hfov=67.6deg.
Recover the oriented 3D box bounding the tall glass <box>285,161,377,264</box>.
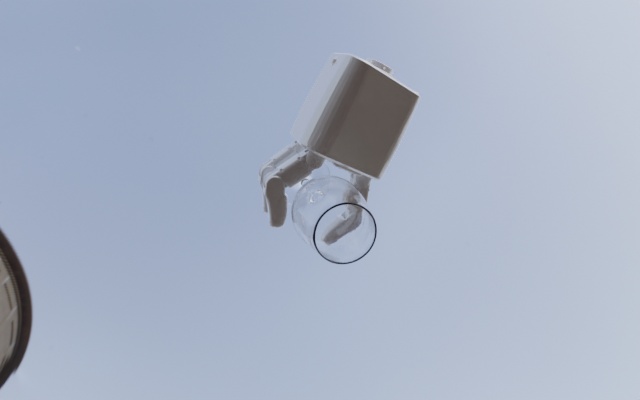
[{"bbox_3d":[0.000,0.002,0.532,0.079,0.079,0.201,0,18,-14],"label":"tall glass"}]
